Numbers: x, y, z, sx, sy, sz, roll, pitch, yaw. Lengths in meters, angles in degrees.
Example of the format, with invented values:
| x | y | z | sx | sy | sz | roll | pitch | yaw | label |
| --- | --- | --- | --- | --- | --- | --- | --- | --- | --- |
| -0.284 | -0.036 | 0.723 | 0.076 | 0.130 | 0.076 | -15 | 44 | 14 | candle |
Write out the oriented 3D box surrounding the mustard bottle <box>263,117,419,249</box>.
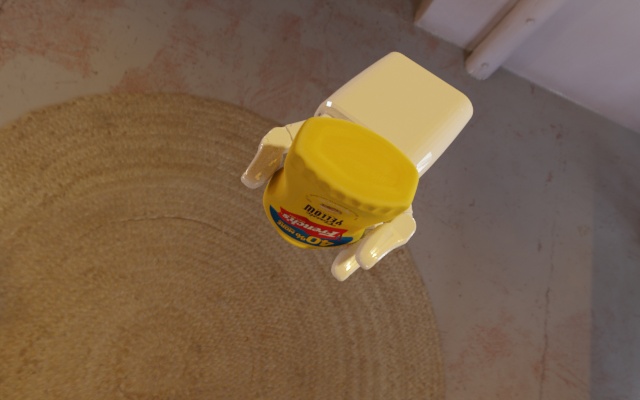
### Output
| x | y | z | sx | sy | sz | roll | pitch | yaw | label |
| --- | --- | --- | --- | --- | --- | --- | --- | --- | --- |
| 0.000 | 0.002 | 0.419 | 0.096 | 0.058 | 0.192 | 24 | -24 | -10 | mustard bottle |
